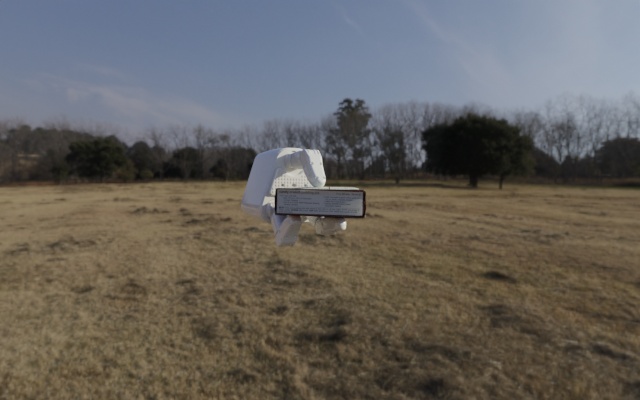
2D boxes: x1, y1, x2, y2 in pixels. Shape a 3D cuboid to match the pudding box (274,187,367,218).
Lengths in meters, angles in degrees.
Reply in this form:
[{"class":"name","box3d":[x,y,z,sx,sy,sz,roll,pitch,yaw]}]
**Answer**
[{"class":"pudding box","box3d":[0.000,0.002,0.619,0.113,0.039,0.090,0,2,1]}]
